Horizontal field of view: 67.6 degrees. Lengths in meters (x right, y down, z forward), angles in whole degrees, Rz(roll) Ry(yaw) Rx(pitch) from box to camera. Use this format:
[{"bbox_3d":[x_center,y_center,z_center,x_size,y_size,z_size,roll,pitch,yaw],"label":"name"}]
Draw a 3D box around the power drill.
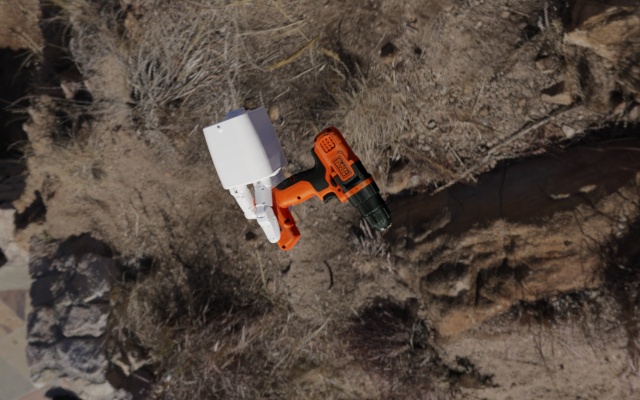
[{"bbox_3d":[0.000,0.003,0.772,0.188,0.184,0.057,-33,-3,16],"label":"power drill"}]
